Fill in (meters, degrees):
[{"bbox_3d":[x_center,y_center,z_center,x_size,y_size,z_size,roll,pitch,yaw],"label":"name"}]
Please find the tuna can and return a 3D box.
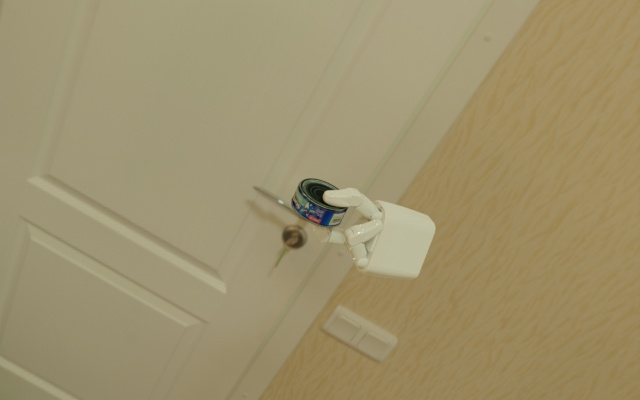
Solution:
[{"bbox_3d":[0.000,0.002,0.737,0.086,0.034,0.086,20,29,-12],"label":"tuna can"}]
